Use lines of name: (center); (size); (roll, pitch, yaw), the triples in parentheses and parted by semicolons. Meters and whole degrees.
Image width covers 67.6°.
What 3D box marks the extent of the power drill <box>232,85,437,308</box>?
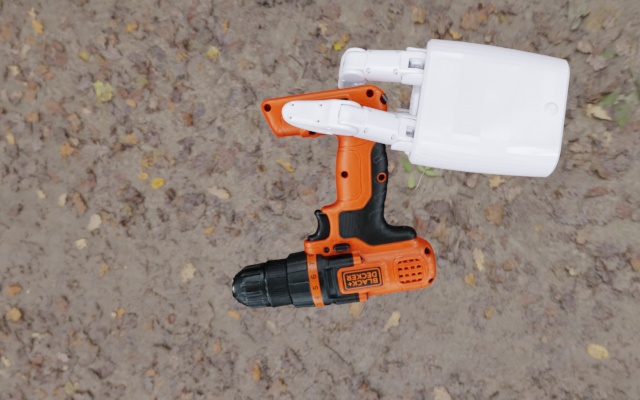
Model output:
power drill: (0.000, 0.001, 0.420); (0.184, 0.188, 0.057); (-9, 10, 2)
